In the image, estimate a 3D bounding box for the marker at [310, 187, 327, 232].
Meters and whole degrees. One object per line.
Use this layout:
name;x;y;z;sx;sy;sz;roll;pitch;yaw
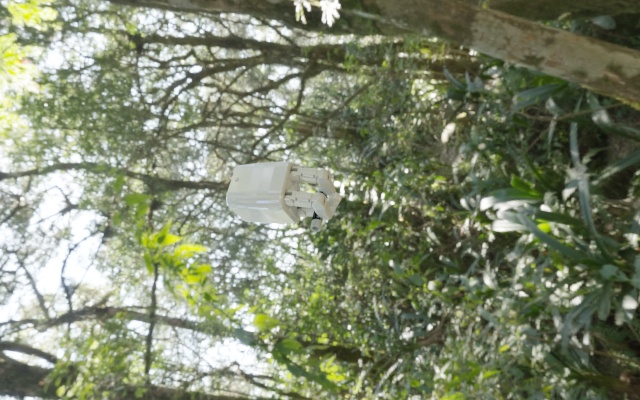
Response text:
marker;0.000;0.003;0.867;0.020;0.121;0.020;6;-38;5
